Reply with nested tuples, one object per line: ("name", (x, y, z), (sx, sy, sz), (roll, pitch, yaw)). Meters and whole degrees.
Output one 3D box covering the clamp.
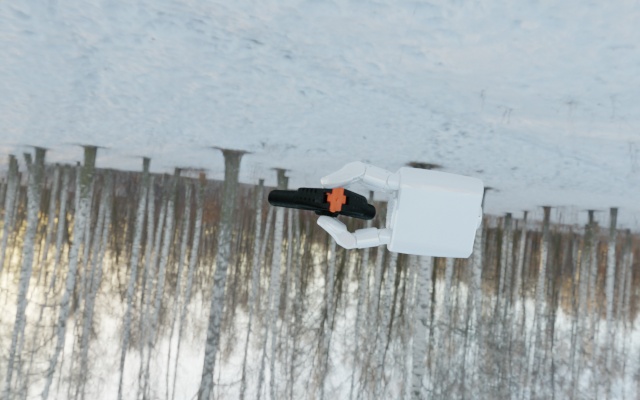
("clamp", (0.000, 0.003, 0.640), (0.164, 0.036, 0.210), (7, -3, 2))
